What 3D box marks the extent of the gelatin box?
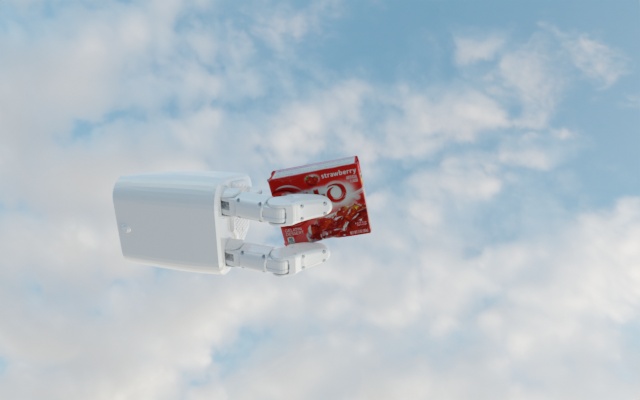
[{"bbox_3d":[0.000,0.001,0.466,0.089,0.073,0.030,-10,21,9],"label":"gelatin box"}]
